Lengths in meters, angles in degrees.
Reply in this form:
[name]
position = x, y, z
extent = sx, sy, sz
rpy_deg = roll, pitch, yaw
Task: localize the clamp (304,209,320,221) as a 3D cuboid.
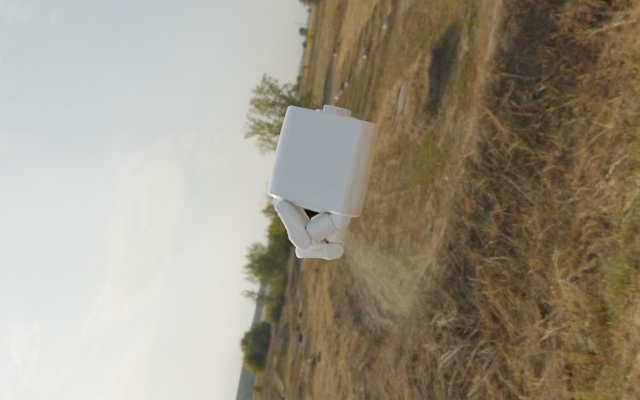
[clamp]
position = -0.001, 0.002, 0.665
extent = 0.039, 0.120, 0.171
rpy_deg = 15, 8, -5
